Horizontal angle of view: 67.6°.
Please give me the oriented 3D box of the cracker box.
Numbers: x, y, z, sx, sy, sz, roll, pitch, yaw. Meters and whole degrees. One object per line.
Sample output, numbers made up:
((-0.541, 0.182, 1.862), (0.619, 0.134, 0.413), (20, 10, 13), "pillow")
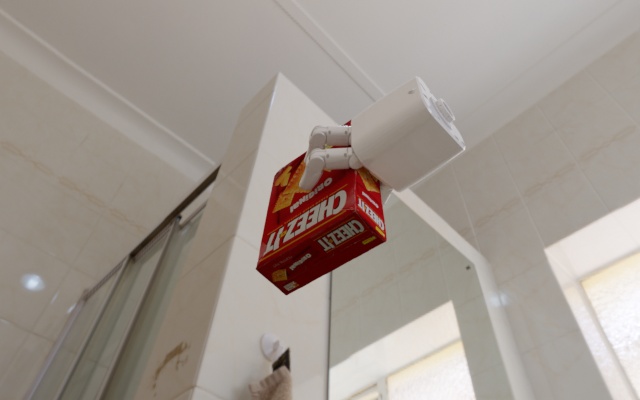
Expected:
((0.000, 0.002, 0.665), (0.164, 0.072, 0.213), (-33, 29, 25), "cracker box")
